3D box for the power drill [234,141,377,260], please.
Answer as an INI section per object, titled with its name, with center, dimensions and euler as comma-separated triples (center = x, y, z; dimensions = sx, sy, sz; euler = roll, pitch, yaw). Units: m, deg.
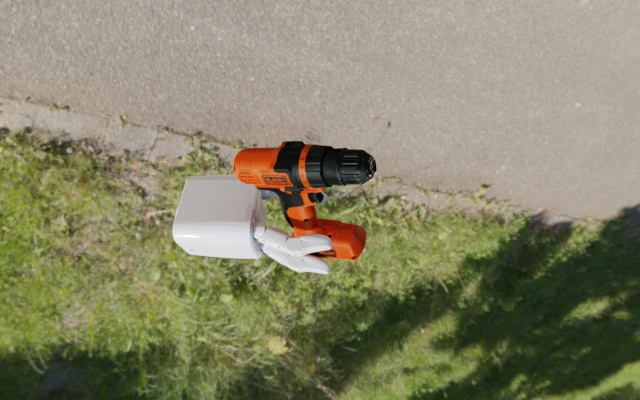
[power drill]
center = 0.000, 0.002, 0.615
dimensions = 0.184, 0.057, 0.188
euler = 4, -40, 28
